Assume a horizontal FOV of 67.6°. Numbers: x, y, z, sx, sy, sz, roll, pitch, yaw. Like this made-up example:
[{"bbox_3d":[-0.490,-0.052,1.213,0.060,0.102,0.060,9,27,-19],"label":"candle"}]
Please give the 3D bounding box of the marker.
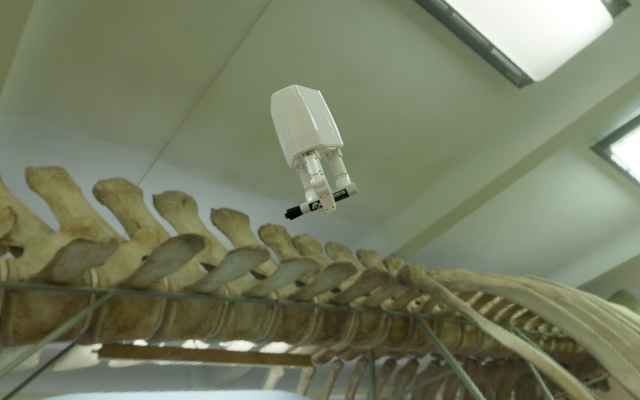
[{"bbox_3d":[0.000,0.003,0.748,0.121,0.020,0.020,-22,-3,8],"label":"marker"}]
